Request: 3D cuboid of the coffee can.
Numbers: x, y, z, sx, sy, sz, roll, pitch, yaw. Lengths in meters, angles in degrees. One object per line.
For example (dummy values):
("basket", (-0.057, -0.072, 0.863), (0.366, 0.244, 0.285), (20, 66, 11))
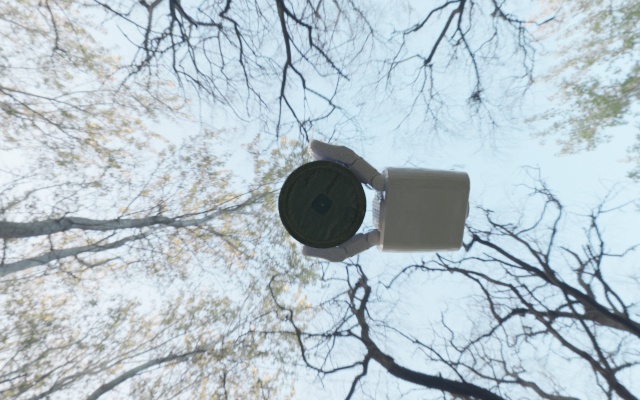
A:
("coffee can", (0.000, 0.002, 0.616), (0.103, 0.103, 0.140), (0, 2, -2))
